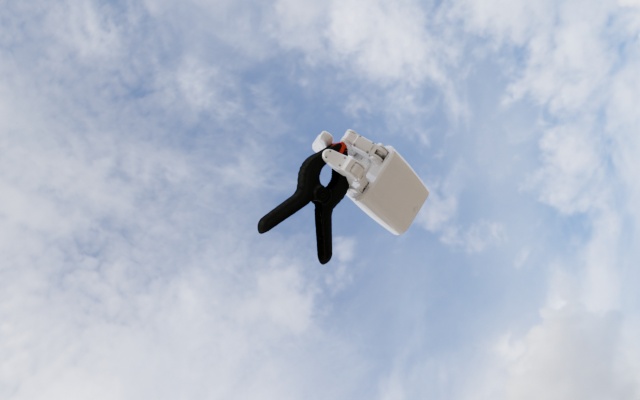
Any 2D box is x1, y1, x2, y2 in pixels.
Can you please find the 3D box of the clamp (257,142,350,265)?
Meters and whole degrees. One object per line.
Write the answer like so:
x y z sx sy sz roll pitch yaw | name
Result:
0.000 0.002 0.668 0.120 0.171 0.039 41 -14 -32 | clamp
